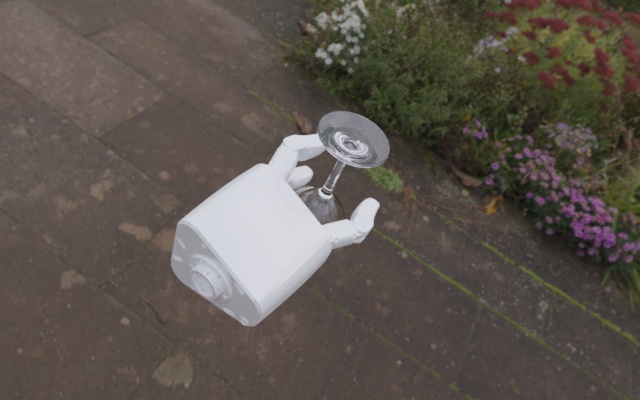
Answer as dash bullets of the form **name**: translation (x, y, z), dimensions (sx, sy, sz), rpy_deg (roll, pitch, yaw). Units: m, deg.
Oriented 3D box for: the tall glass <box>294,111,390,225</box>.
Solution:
- **tall glass**: translation (0.000, 0.001, 0.525), dimensions (0.079, 0.079, 0.201), rpy_deg (0, -38, -24)
